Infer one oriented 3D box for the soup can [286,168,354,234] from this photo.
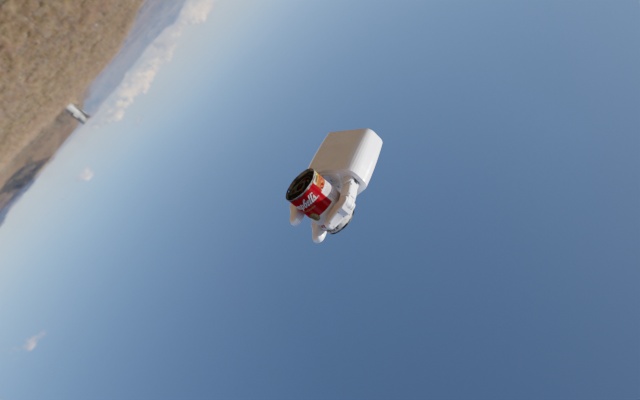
[{"bbox_3d":[0.000,0.003,0.813,0.102,0.068,0.068,41,-20,-25],"label":"soup can"}]
